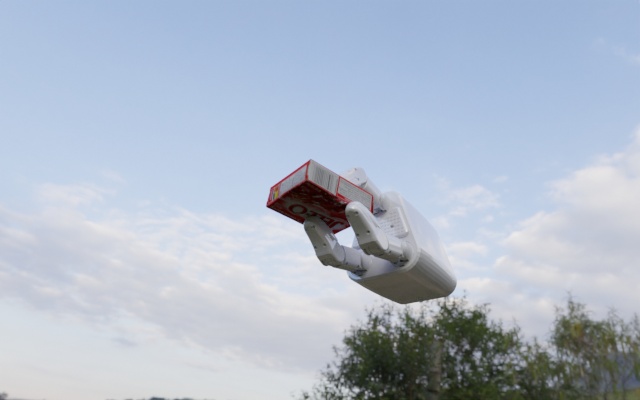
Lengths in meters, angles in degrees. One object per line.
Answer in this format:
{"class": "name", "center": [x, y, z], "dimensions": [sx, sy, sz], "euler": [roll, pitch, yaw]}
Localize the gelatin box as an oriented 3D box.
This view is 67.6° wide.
{"class": "gelatin box", "center": [0.000, 0.001, 0.503], "dimensions": [0.089, 0.030, 0.073], "euler": [29, -38, -28]}
